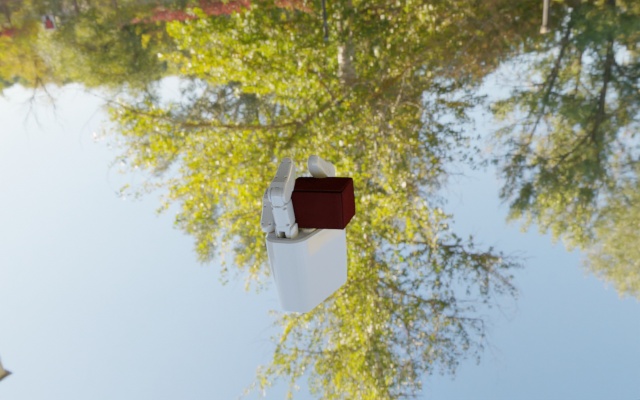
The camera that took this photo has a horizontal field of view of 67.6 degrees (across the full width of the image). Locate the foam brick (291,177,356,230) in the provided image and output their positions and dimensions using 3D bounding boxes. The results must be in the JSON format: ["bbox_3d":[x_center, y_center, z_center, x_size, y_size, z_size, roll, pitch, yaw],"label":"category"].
[{"bbox_3d":[0.000,0.002,0.598,0.078,0.051,0.053,2,22,22],"label":"foam brick"}]
